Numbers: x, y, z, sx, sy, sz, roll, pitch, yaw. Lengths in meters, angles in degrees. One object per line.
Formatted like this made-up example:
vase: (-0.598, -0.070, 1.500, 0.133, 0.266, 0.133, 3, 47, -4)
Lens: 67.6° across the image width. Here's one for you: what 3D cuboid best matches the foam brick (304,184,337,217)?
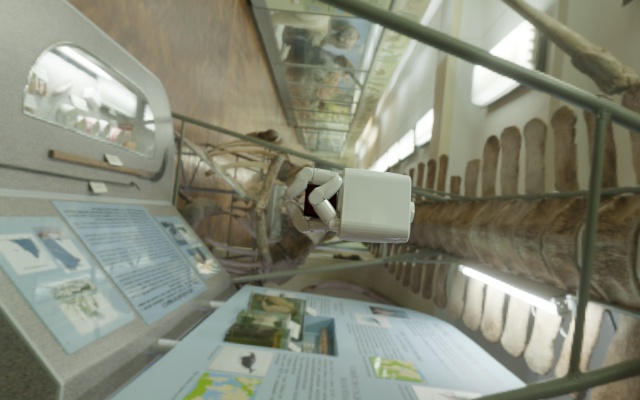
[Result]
foam brick: (0.000, 0.002, 0.791, 0.051, 0.053, 0.078, 4, -1, 0)
